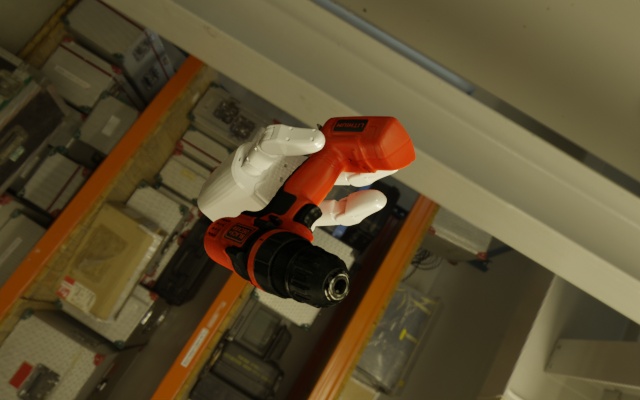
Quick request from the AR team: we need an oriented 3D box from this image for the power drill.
[{"bbox_3d":[0.000,0.001,0.419,0.187,0.057,0.184,-46,33,-24],"label":"power drill"}]
